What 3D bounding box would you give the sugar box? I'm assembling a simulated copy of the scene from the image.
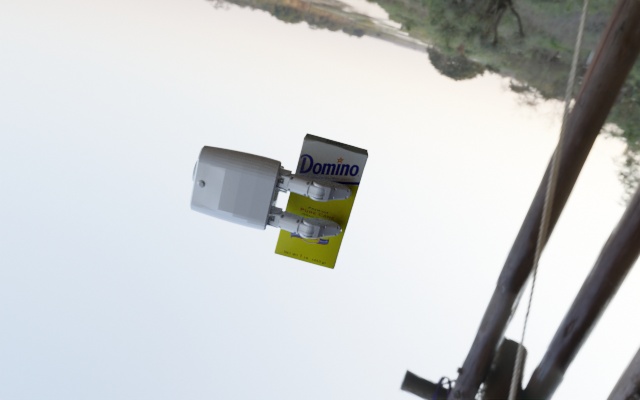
[{"bbox_3d":[0.000,0.002,0.676,0.093,0.176,0.048,15,20,-1],"label":"sugar box"}]
